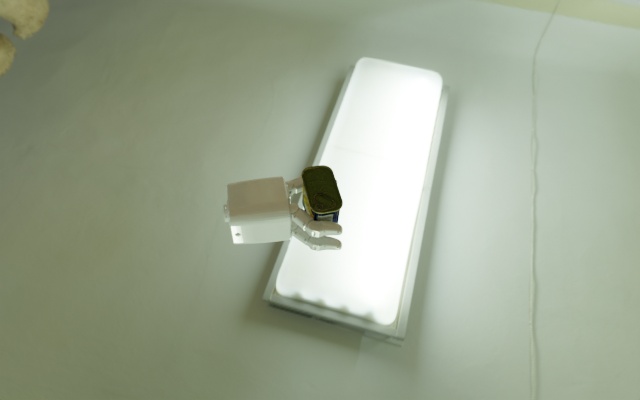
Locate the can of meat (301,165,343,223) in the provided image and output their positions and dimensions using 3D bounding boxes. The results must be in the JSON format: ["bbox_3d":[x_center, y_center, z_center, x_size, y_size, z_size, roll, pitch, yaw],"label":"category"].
[{"bbox_3d":[0.000,0.003,0.855,0.057,0.102,0.084,-10,-34,-11],"label":"can of meat"}]
